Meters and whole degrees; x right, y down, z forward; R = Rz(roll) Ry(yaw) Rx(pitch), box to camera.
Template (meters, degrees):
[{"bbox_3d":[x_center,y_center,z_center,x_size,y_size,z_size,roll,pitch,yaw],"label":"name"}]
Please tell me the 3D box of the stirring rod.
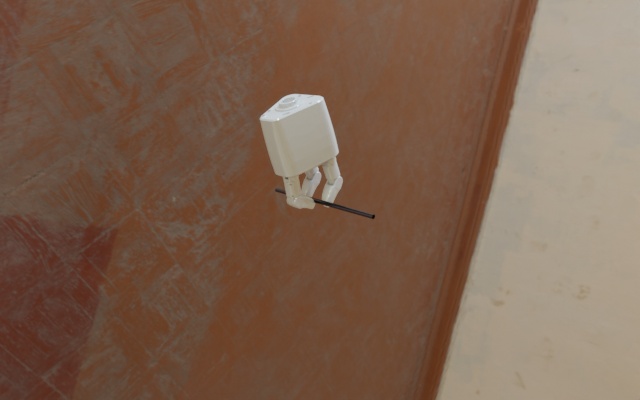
[{"bbox_3d":[0.000,0.003,0.862,0.239,0.011,0.011,15,10,41],"label":"stirring rod"}]
